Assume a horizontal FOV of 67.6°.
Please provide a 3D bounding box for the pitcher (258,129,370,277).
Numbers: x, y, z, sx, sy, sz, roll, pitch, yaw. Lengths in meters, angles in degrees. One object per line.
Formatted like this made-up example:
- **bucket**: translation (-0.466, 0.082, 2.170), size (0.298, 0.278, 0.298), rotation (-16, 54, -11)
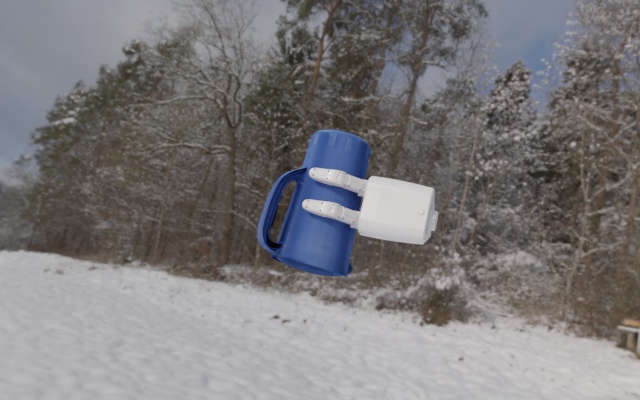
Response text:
- **pitcher**: translation (0.000, 0.003, 0.824), size (0.145, 0.242, 0.149), rotation (10, -12, 18)
